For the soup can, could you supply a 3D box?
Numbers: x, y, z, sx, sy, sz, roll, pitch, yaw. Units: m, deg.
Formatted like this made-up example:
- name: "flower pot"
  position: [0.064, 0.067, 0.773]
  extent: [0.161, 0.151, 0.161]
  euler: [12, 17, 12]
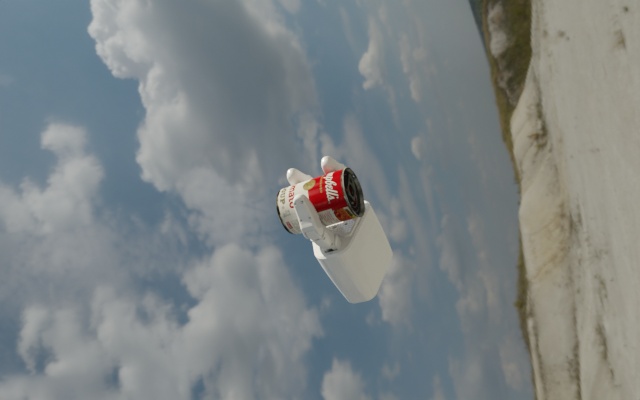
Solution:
- name: "soup can"
  position: [0.000, 0.002, 0.645]
  extent: [0.102, 0.068, 0.068]
  euler: [-17, -7, 23]
